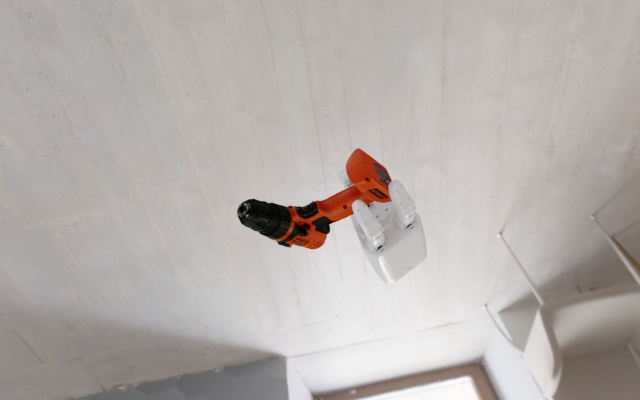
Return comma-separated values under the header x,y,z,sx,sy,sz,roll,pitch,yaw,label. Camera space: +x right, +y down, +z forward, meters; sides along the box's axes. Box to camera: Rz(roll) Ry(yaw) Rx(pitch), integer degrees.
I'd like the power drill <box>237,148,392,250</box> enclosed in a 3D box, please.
x,y,z,sx,sy,sz,roll,pitch,yaw,label
0.001,0.002,0.671,0.188,0.057,0.184,-30,-28,23,power drill
